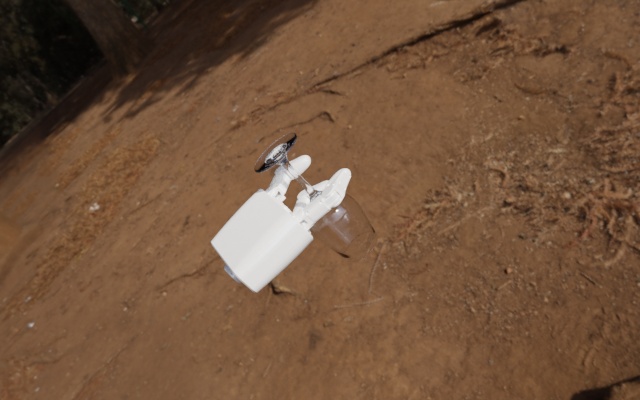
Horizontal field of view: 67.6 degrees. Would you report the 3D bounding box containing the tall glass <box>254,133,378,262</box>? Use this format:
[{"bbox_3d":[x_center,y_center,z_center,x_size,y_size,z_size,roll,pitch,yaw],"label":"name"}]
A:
[{"bbox_3d":[0.000,0.002,0.679,0.201,0.079,0.079,47,-24,-24],"label":"tall glass"}]
